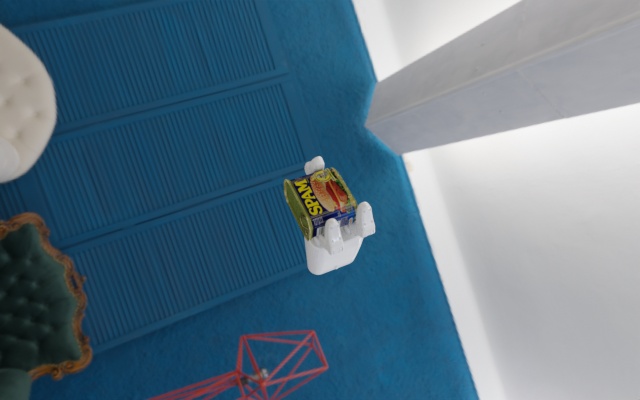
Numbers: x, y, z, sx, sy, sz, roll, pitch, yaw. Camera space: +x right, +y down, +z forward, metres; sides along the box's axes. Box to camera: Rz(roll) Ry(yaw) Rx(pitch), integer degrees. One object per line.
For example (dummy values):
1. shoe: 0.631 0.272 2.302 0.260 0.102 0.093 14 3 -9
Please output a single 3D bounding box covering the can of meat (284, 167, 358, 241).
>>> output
1. can of meat: 0.000 0.002 0.747 0.084 0.102 0.057 -19 -33 -16
